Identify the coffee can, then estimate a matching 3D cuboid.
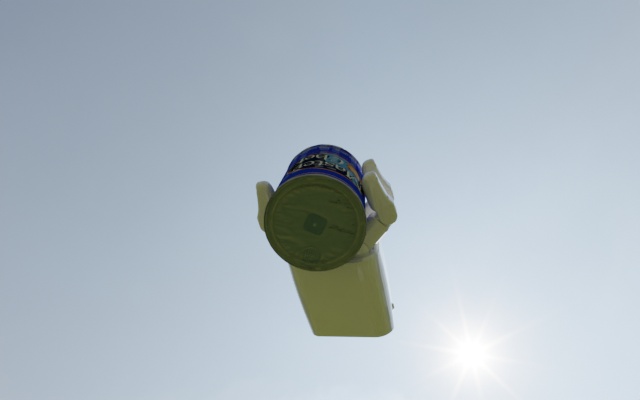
[{"bbox_3d":[0.000,0.002,0.534,0.103,0.103,0.140,0,19,5],"label":"coffee can"}]
